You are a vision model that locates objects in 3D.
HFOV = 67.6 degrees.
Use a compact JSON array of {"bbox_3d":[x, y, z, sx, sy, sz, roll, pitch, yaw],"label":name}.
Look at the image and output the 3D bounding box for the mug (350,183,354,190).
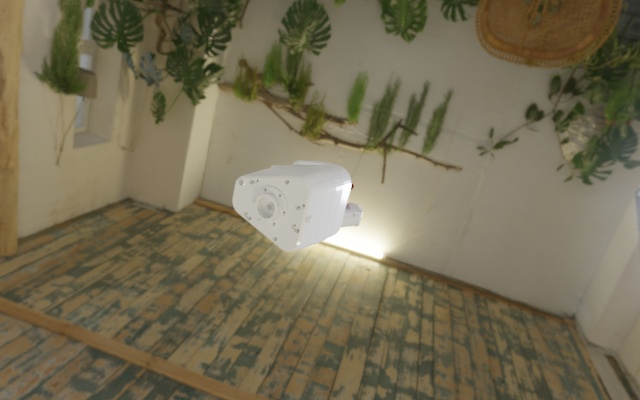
[{"bbox_3d":[0.001,0.002,0.720,0.093,0.081,0.117,23,18,26],"label":"mug"}]
